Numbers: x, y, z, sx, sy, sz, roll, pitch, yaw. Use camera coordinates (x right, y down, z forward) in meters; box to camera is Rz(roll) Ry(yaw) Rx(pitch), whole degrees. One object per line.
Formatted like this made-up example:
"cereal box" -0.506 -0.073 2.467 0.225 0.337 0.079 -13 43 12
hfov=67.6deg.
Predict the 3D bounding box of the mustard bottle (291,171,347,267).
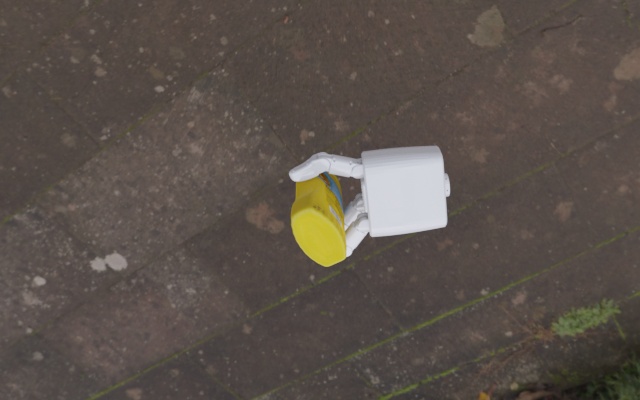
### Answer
"mustard bottle" 0.000 0.002 0.690 0.058 0.096 0.191 -28 26 16
